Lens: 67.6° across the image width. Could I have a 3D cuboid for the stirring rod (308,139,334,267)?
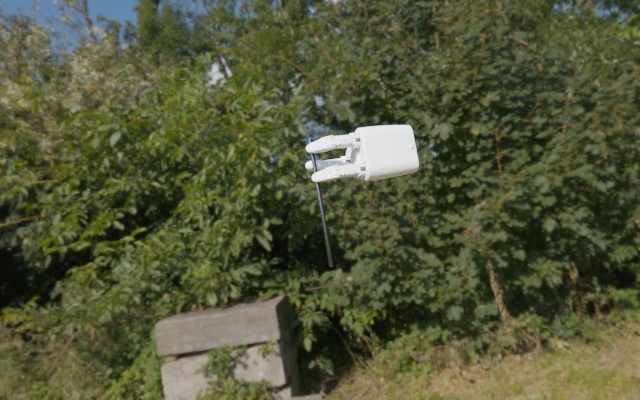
[{"bbox_3d":[0.000,0.003,0.884,0.011,0.239,0.011,-10,-6,-1],"label":"stirring rod"}]
